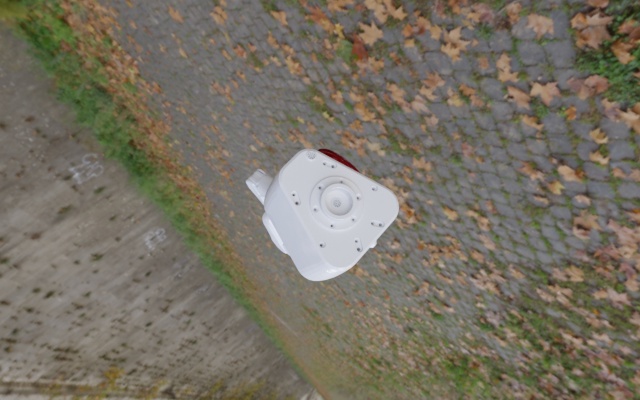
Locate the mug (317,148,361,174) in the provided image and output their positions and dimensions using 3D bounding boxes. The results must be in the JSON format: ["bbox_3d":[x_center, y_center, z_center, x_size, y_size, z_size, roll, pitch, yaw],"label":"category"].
[{"bbox_3d":[0.000,0.002,0.583,0.081,0.093,0.117,-46,-1,-17],"label":"mug"}]
